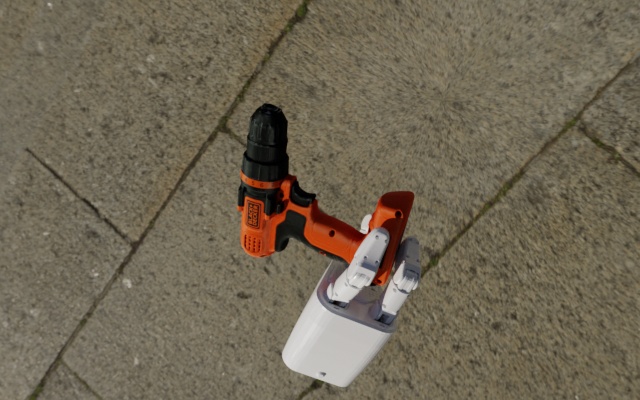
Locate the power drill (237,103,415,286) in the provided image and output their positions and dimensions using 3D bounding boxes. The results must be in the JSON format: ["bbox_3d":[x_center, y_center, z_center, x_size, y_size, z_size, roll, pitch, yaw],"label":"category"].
[{"bbox_3d":[0.000,0.002,0.513,0.187,0.185,0.057,18,34,15],"label":"power drill"}]
